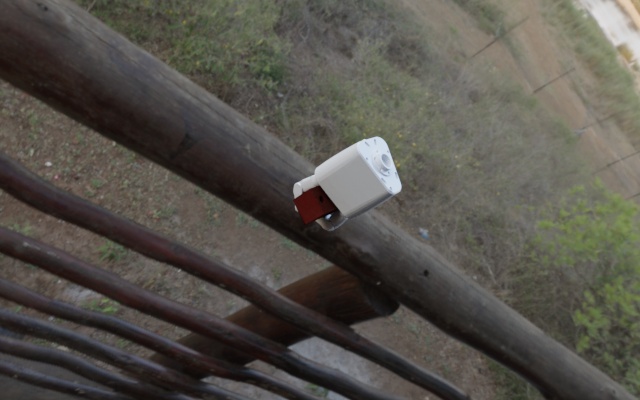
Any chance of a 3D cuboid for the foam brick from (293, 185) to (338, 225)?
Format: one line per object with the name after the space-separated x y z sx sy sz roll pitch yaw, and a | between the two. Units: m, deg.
0.000 0.003 0.862 0.051 0.053 0.078 -31 -6 40 | foam brick
